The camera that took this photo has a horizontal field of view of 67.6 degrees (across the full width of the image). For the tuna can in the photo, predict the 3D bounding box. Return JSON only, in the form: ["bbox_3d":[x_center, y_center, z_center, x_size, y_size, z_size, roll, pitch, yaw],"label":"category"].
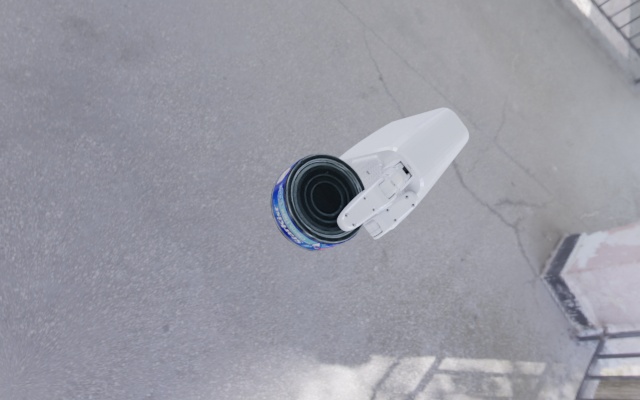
[{"bbox_3d":[0.000,0.001,0.436,0.086,0.086,0.034,0,-15,-28],"label":"tuna can"}]
